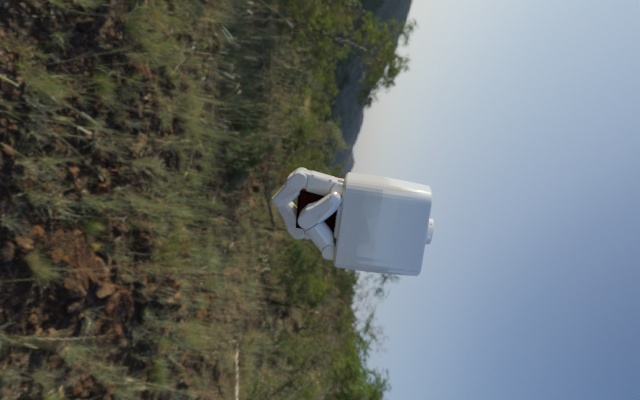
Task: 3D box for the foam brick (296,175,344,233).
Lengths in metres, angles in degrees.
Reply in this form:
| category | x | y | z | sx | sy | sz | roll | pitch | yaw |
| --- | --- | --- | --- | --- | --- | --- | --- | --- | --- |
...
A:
| category | x | y | z | sx | sy | sz | roll | pitch | yaw |
| --- | --- | --- | --- | --- | --- | --- | --- | --- | --- |
| foam brick | 0.000 | 0.002 | 0.633 | 0.051 | 0.053 | 0.078 | 8 | 24 | 5 |
